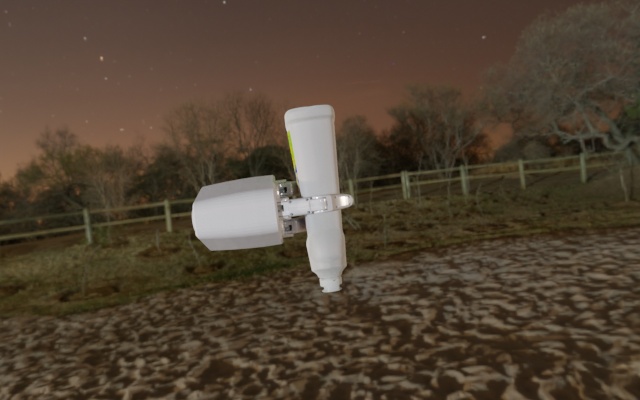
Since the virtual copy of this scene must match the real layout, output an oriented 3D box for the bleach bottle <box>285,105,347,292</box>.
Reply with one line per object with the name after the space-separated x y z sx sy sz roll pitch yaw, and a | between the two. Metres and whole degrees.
0.000 0.002 0.664 0.068 0.251 0.102 -8 0 -2 | bleach bottle
